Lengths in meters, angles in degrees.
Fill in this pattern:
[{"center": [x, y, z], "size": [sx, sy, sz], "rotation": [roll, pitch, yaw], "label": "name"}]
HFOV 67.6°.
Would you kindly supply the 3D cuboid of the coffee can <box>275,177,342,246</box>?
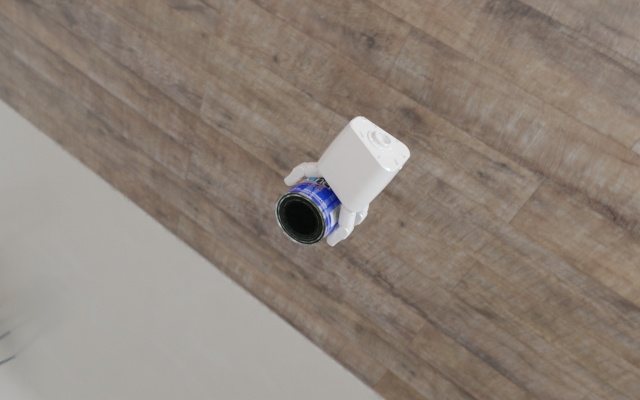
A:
[{"center": [0.000, 0.003, 0.850], "size": [0.103, 0.103, 0.140], "rotation": [0, 25, 34], "label": "coffee can"}]
